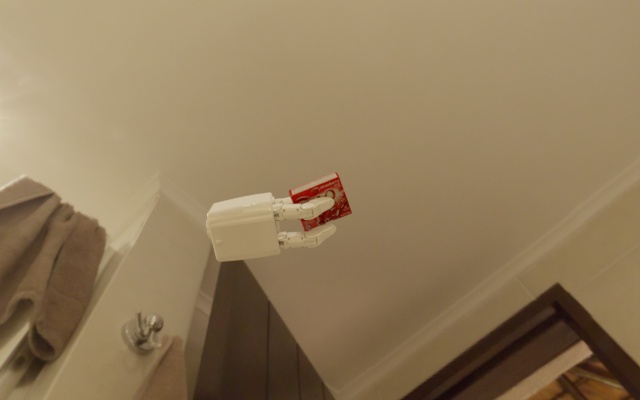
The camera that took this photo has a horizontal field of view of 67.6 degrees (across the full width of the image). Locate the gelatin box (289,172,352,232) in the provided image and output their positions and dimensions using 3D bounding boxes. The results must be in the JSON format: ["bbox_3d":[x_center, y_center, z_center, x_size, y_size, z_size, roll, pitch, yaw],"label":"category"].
[{"bbox_3d":[0.000,0.002,0.809,0.089,0.073,0.030,-22,24,0],"label":"gelatin box"}]
